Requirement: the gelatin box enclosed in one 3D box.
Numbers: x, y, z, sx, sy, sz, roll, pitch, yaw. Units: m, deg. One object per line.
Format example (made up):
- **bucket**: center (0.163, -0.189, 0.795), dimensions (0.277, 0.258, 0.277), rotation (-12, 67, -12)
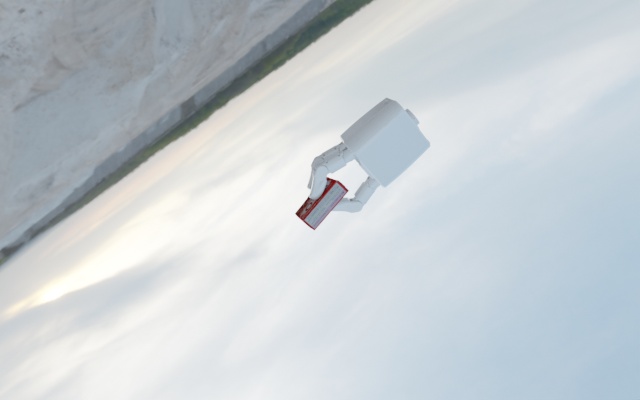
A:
- **gelatin box**: center (0.000, 0.003, 0.803), dimensions (0.030, 0.089, 0.073), rotation (41, -3, -16)
